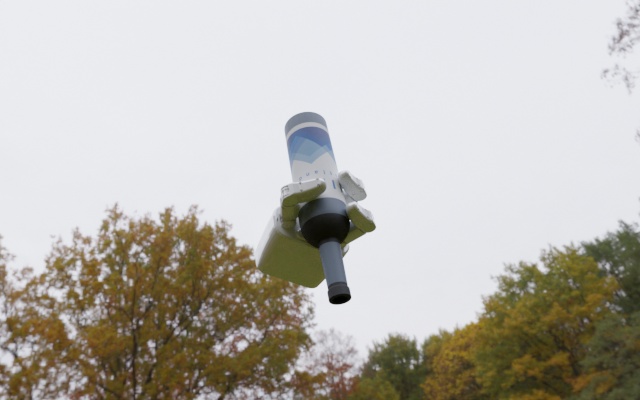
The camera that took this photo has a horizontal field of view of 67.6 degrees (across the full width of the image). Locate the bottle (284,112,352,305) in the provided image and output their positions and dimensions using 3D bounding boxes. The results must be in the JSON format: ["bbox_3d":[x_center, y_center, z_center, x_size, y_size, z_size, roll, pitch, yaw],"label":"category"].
[{"bbox_3d":[0.000,0.002,0.650,0.069,0.295,0.069,-7,-37,-6],"label":"bottle"}]
